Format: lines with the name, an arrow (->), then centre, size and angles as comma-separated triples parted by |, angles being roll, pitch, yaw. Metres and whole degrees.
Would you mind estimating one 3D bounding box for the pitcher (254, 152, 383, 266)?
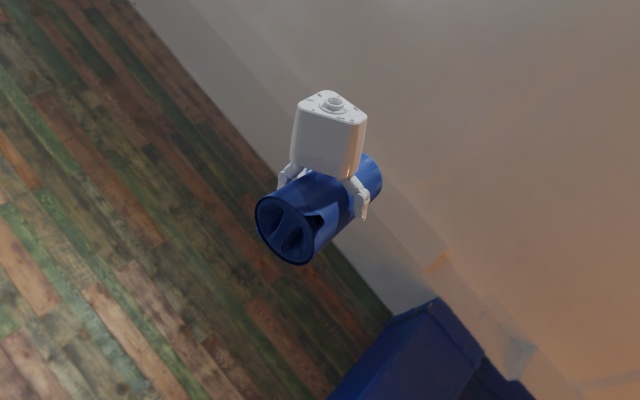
pitcher -> 0.000, 0.003, 0.876 | 0.149, 0.145, 0.242 | 31, 44, 24
